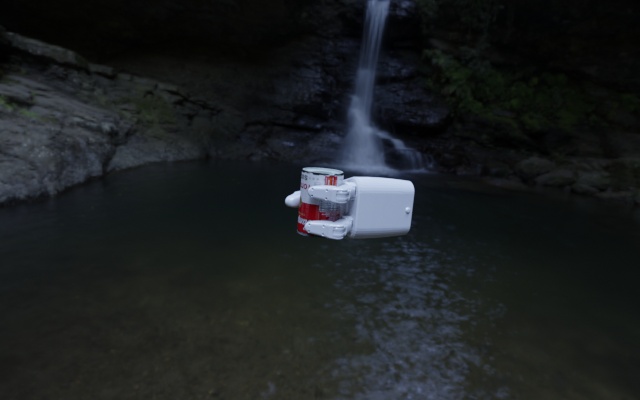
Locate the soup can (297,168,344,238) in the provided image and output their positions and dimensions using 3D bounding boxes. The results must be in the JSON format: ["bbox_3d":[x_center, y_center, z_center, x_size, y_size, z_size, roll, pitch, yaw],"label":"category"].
[{"bbox_3d":[0.000,0.002,0.761,0.068,0.102,0.068,5,11,-1],"label":"soup can"}]
